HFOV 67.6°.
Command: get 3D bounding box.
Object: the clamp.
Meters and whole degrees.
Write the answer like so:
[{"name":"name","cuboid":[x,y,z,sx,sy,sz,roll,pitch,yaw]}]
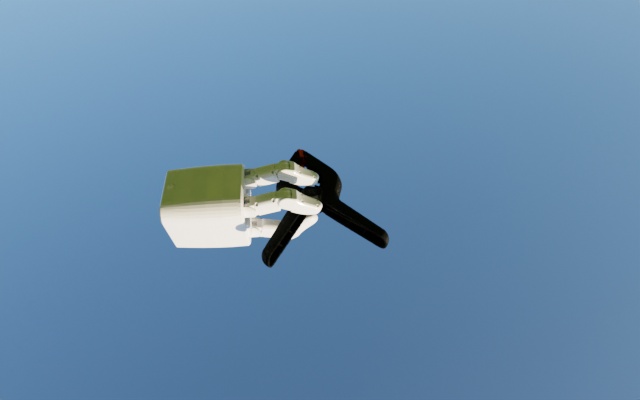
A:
[{"name":"clamp","cuboid":[0.000,0.002,0.670,0.164,0.036,0.209,-3,45,-4]}]
